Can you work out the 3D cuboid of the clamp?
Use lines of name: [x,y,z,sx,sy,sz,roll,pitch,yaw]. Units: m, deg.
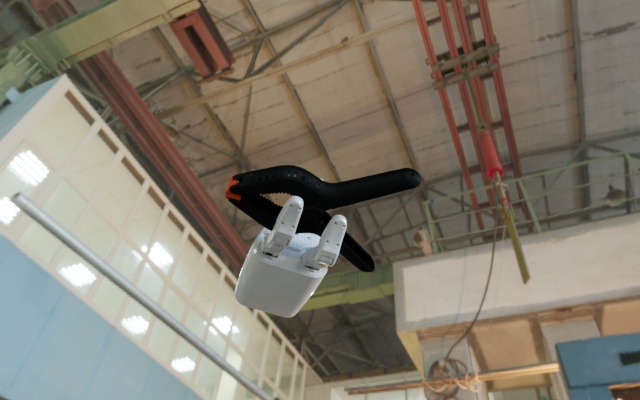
clamp: [0.000,0.001,0.549,0.210,0.165,0.036,19,39,-12]
